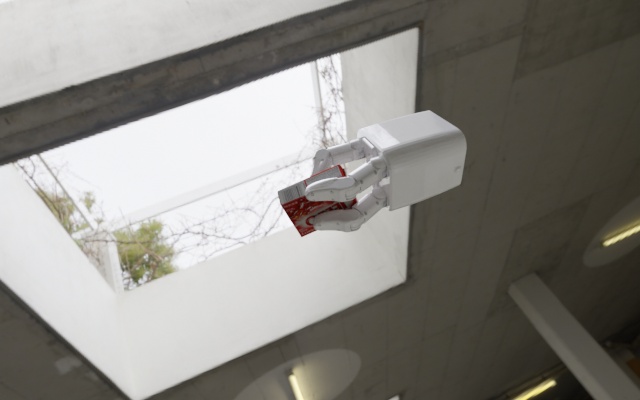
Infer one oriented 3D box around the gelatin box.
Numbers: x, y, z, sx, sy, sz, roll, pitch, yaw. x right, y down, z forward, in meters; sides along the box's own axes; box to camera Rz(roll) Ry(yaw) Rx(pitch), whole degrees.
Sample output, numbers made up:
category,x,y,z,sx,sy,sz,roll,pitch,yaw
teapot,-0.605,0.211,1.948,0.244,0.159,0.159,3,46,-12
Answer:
category,x,y,z,sx,sy,sz,roll,pitch,yaw
gelatin box,0.000,0.002,0.610,0.089,0.030,0.073,-23,-41,5
